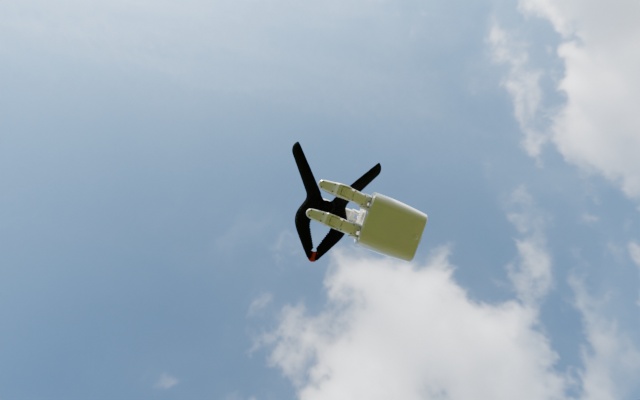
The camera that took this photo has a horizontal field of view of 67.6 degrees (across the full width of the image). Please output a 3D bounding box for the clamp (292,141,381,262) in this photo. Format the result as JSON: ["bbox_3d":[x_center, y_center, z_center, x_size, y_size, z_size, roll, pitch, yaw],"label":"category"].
[{"bbox_3d":[0.000,0.003,0.856,0.164,0.210,0.036,21,-5,-2],"label":"clamp"}]
